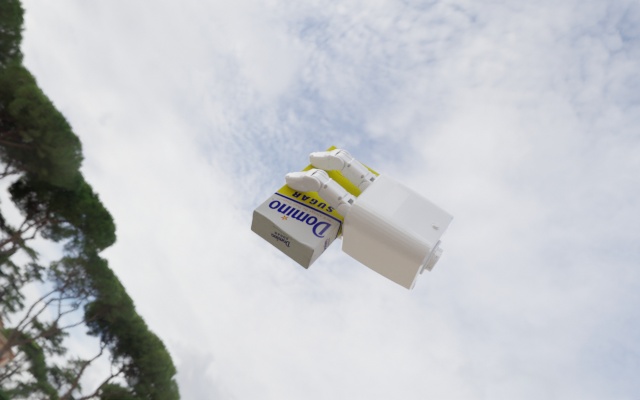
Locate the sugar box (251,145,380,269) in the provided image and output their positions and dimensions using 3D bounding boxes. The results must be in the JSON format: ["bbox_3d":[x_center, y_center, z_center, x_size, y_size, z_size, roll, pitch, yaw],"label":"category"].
[{"bbox_3d":[0.000,0.002,0.629,0.093,0.048,0.176,33,46,15],"label":"sugar box"}]
